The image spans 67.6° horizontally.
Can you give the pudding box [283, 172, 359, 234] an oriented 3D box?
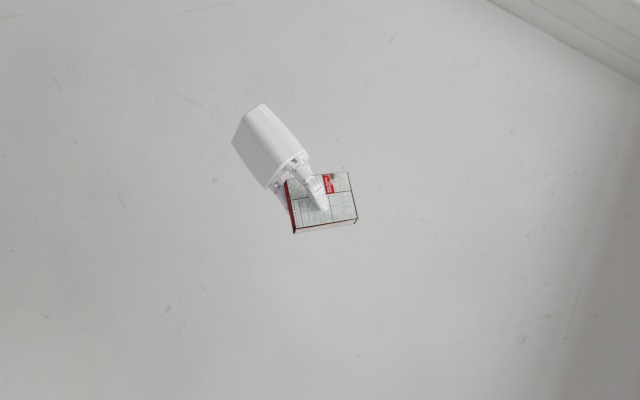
[{"bbox_3d":[0.000,0.003,0.808,0.113,0.090,0.039,-9,-14,-10],"label":"pudding box"}]
